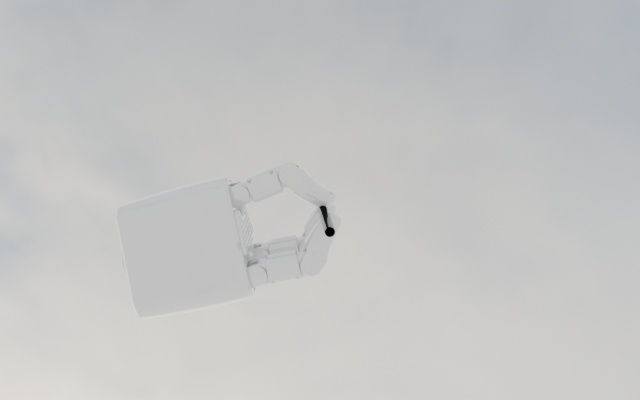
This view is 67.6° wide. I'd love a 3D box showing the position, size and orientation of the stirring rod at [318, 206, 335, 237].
[{"bbox_3d":[0.000,0.002,0.484,0.011,0.011,0.239,0,11,-4],"label":"stirring rod"}]
